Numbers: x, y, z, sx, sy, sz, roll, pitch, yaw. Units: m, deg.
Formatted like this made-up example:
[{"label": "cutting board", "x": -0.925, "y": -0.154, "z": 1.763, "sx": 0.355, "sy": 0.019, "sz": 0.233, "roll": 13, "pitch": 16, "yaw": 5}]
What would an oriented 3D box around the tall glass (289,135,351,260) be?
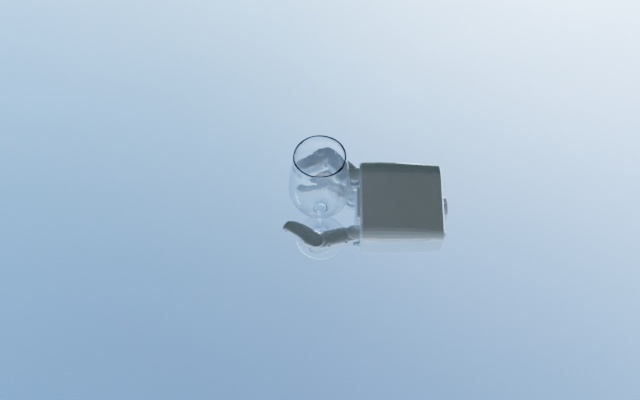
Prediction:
[{"label": "tall glass", "x": 0.000, "y": 0.002, "z": 0.627, "sx": 0.079, "sy": 0.079, "sz": 0.201, "roll": 0, "pitch": -32, "yaw": 1}]
